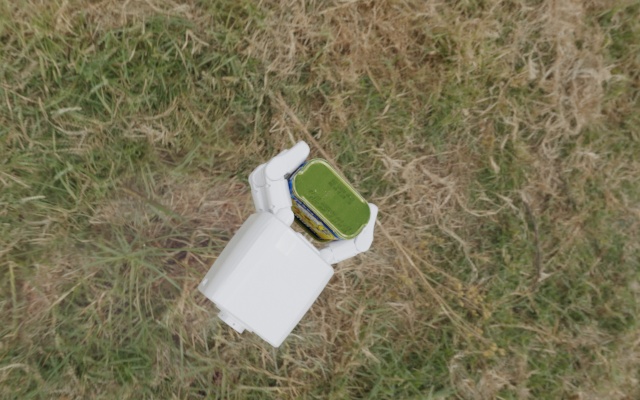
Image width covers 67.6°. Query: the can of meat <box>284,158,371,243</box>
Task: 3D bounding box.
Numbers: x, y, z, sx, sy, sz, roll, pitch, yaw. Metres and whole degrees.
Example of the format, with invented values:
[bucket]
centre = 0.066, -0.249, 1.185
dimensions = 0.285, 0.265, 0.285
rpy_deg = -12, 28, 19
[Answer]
[can of meat]
centre = 0.000, 0.002, 0.548
dimensions = 0.102, 0.057, 0.084
rpy_deg = 44, -17, -12
